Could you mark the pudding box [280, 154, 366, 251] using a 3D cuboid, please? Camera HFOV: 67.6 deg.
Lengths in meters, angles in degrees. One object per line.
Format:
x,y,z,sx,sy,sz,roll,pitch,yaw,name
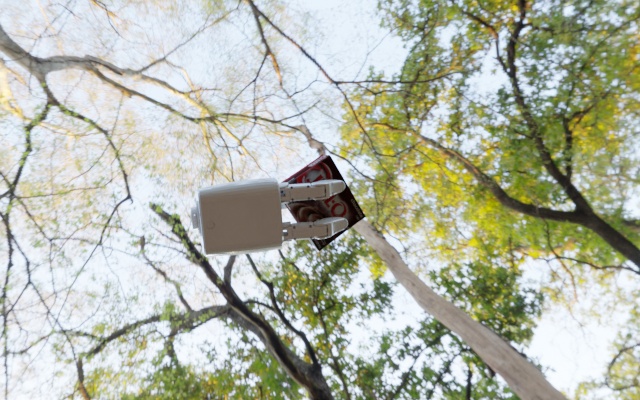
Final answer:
0.000,0.002,0.699,0.090,0.113,0.039,-35,20,-12,pudding box
